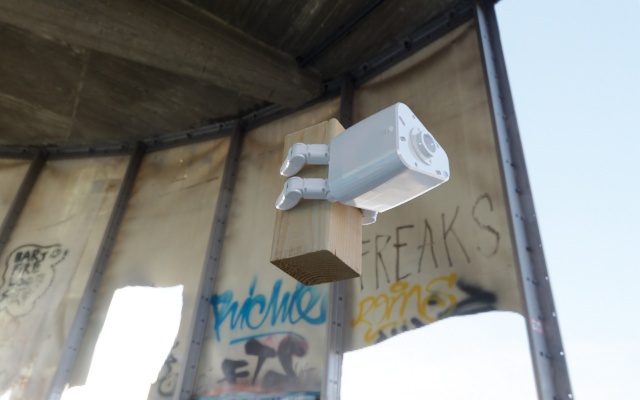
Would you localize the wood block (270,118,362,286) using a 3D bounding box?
[{"bbox_3d":[0.001,0.002,0.665,0.090,0.206,0.091,-16,-38,28],"label":"wood block"}]
